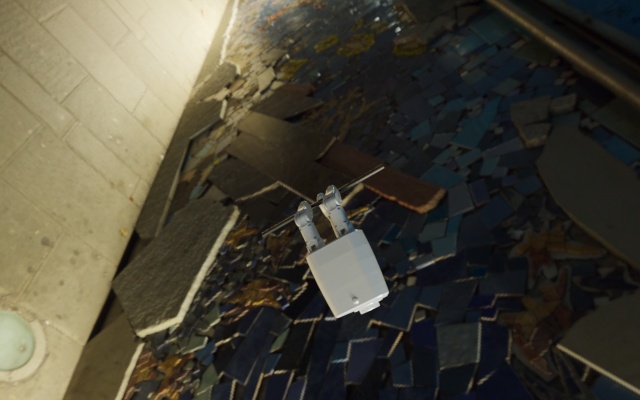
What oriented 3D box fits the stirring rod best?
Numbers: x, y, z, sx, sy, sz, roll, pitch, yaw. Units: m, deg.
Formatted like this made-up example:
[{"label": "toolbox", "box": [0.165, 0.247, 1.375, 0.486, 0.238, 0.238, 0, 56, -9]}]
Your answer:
[{"label": "stirring rod", "box": [0.000, 0.003, 0.793, 0.239, 0.011, 0.011, -30, -9, 16]}]
